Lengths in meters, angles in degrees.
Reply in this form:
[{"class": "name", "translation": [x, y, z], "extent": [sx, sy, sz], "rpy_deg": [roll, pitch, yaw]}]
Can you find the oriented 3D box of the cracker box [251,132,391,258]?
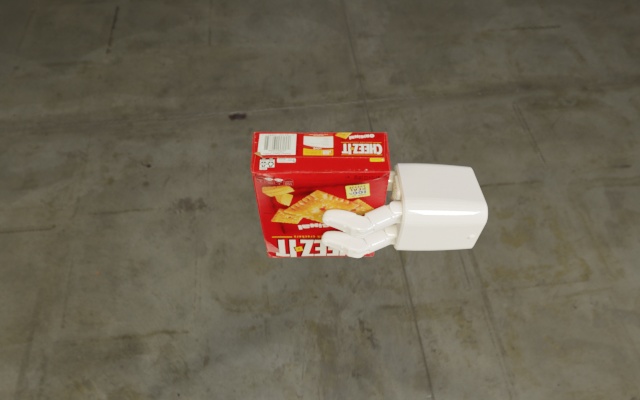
[{"class": "cracker box", "translation": [0.000, 0.002, 0.645], "extent": [0.164, 0.072, 0.214], "rpy_deg": [0, -35, 0]}]
